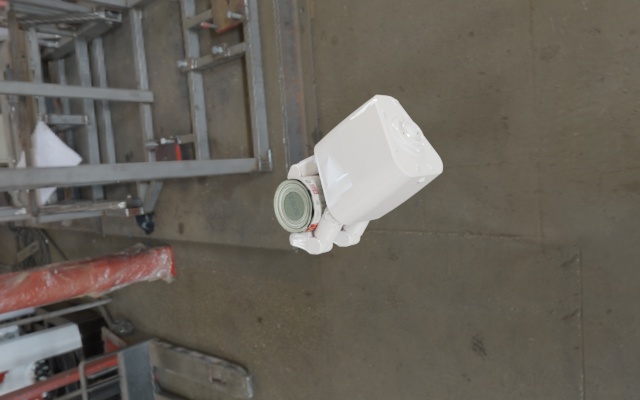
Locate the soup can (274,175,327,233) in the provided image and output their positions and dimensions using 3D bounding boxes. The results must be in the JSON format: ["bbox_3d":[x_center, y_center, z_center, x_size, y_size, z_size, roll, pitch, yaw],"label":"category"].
[{"bbox_3d":[0.000,0.002,0.605,0.068,0.068,0.102,0,6,42],"label":"soup can"}]
